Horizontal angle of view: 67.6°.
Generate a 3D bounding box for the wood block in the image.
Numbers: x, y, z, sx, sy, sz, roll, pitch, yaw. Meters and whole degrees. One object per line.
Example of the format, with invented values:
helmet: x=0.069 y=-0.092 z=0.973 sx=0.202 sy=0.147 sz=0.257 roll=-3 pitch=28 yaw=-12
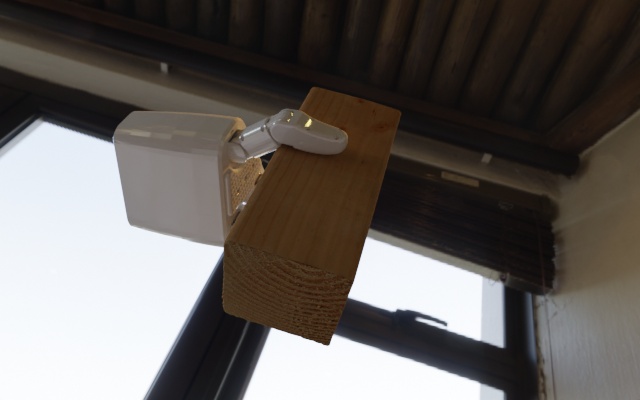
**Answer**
wood block: x=0.000 y=0.001 z=0.407 sx=0.090 sy=0.091 sz=0.206 roll=17 pitch=45 yaw=5
